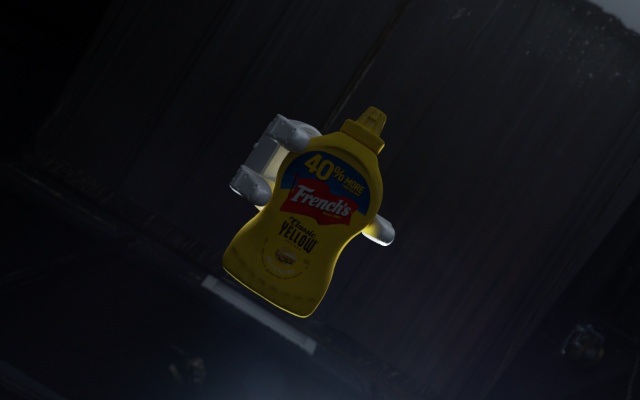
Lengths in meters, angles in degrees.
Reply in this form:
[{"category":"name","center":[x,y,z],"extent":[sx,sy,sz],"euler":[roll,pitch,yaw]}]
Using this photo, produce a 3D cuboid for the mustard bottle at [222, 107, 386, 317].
[{"category":"mustard bottle","center":[0.000,0.002,0.430],"extent":[0.096,0.191,0.058],"euler":[33,3,1]}]
